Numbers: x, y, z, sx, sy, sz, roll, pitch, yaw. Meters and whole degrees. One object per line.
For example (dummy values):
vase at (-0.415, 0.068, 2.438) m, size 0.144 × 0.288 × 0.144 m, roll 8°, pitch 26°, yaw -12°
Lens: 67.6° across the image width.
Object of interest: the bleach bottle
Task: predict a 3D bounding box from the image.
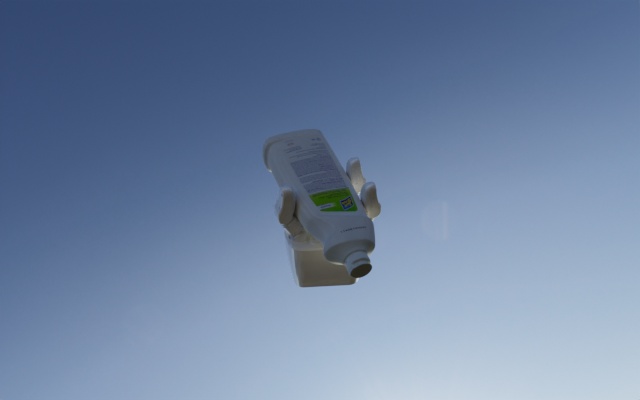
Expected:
bleach bottle at (0.000, 0.002, 0.658) m, size 0.102 × 0.068 × 0.250 m, roll -14°, pitch 48°, yaw -13°
